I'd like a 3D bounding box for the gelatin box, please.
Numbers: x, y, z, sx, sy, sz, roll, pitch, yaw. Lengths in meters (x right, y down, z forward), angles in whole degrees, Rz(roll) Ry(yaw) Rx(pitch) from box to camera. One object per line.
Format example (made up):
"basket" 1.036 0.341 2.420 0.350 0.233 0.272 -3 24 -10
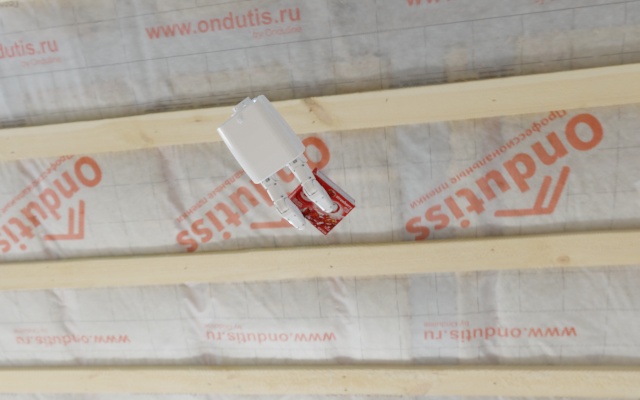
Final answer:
"gelatin box" 0.000 0.003 0.773 0.089 0.073 0.030 39 21 -14
